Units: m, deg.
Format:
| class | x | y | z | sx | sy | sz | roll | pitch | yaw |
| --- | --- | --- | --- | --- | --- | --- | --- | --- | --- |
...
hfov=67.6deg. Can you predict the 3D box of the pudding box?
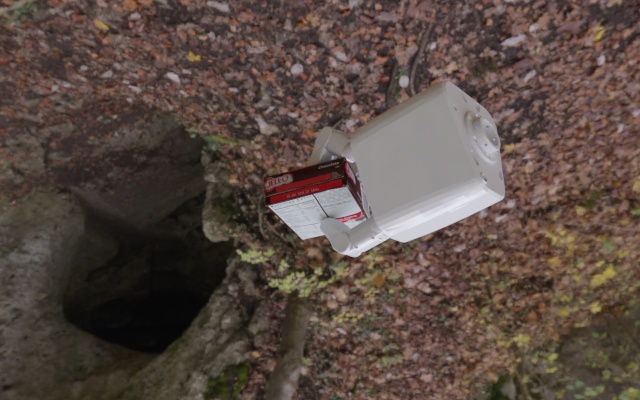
| class | x | y | z | sx | sy | sz | roll | pitch | yaw |
| --- | --- | --- | --- | --- | --- | --- | --- | --- | --- |
| pudding box | 0.000 | 0.002 | 0.523 | 0.090 | 0.039 | 0.113 | -12 | -29 | 14 |
